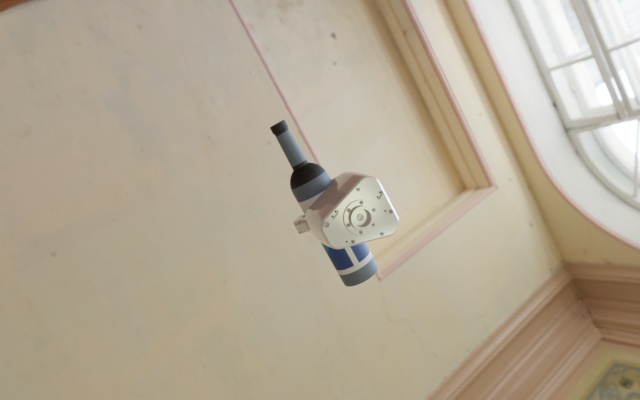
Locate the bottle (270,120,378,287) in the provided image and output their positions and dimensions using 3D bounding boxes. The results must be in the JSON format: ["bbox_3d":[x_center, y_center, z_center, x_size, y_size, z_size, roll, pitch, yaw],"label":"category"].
[{"bbox_3d":[0.000,0.003,0.795,0.069,0.296,0.069,-28,10,5],"label":"bottle"}]
